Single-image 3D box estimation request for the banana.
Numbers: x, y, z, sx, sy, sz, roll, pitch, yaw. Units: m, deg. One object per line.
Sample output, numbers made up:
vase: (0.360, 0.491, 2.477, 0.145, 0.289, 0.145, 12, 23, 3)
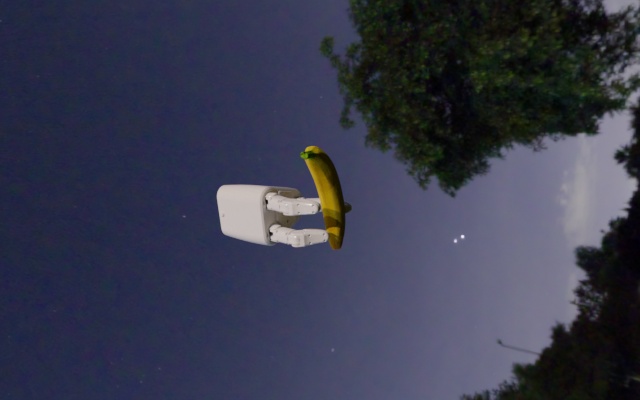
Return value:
banana: (0.007, -0.012, 0.743, 0.037, 0.198, 0.069, 5, 44, 31)
